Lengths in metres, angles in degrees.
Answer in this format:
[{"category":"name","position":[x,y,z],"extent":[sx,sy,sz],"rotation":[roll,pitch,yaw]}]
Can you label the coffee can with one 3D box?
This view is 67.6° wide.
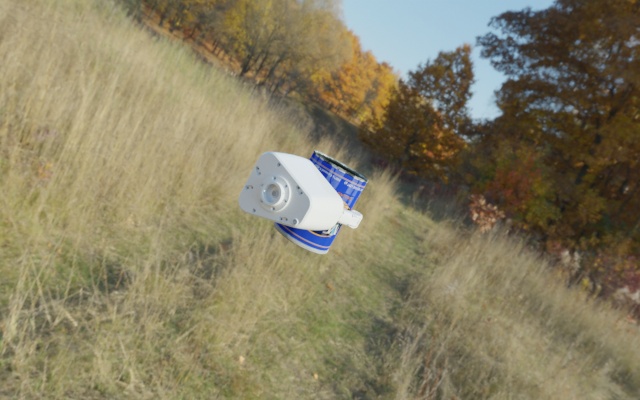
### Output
[{"category":"coffee can","position":[0.000,0.003,0.789],"extent":[0.103,0.140,0.103],"rotation":[29,10,-5]}]
